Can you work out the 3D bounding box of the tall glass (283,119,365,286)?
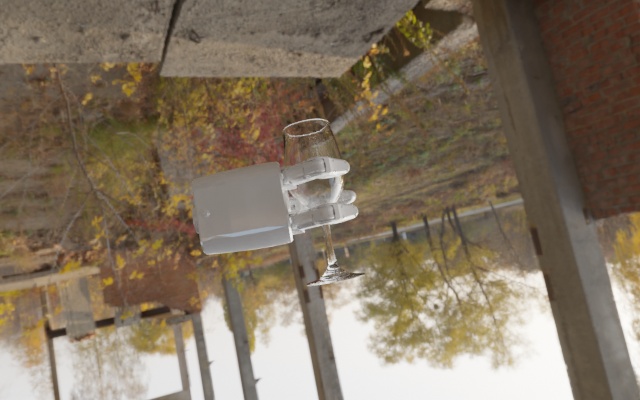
[{"bbox_3d":[0.000,0.003,0.605,0.079,0.201,0.079,-11,-7,-1],"label":"tall glass"}]
